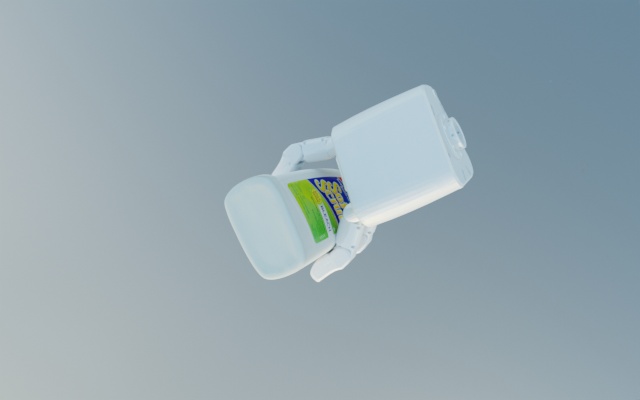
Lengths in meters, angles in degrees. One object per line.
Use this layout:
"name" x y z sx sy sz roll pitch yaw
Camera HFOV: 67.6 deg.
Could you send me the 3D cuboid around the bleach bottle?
"bleach bottle" 0.000 0.002 0.553 0.068 0.102 0.250 -24 2 28
